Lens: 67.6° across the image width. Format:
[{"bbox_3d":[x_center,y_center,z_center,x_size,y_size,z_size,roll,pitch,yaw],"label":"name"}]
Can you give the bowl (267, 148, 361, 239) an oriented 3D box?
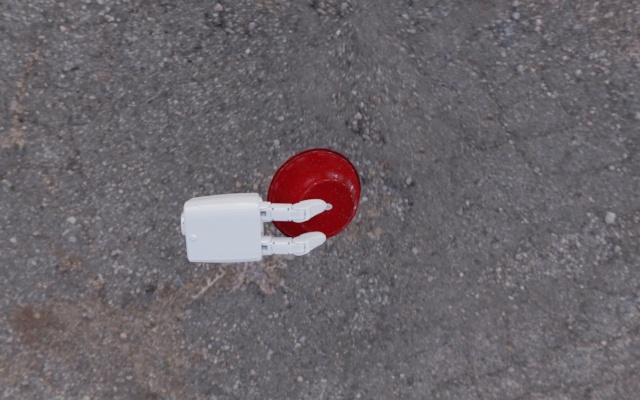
[{"bbox_3d":[0.001,0.002,0.750,0.162,0.162,0.055,0,21,-22],"label":"bowl"}]
